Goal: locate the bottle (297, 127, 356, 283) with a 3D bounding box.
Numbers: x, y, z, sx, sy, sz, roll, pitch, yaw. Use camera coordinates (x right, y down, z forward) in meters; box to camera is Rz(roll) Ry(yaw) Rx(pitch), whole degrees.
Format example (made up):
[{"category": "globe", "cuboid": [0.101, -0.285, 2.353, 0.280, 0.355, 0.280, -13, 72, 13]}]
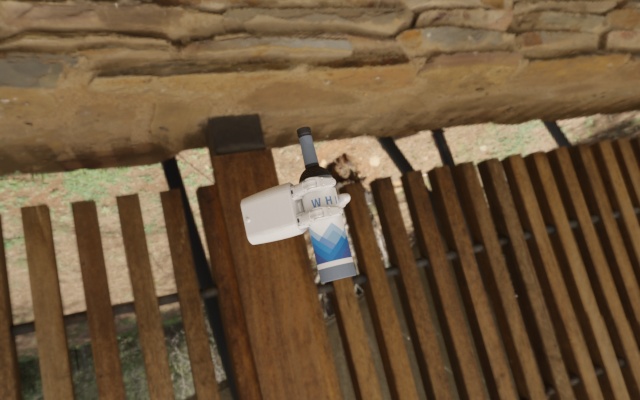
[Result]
[{"category": "bottle", "cuboid": [0.000, 0.003, 0.899, 0.069, 0.295, 0.069, -13, -10, -2]}]
